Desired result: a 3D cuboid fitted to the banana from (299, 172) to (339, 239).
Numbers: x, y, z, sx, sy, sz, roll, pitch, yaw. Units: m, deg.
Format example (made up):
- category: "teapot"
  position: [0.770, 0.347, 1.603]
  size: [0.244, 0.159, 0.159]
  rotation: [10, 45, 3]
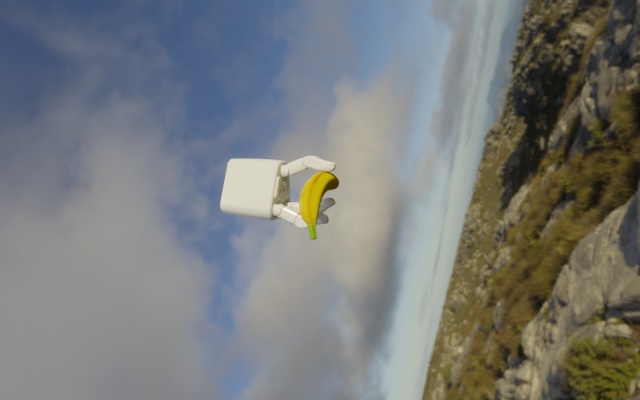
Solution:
- category: "banana"
  position: [-0.003, -0.012, 0.844]
  size: [0.037, 0.070, 0.197]
  rotation: [0, 30, 17]
